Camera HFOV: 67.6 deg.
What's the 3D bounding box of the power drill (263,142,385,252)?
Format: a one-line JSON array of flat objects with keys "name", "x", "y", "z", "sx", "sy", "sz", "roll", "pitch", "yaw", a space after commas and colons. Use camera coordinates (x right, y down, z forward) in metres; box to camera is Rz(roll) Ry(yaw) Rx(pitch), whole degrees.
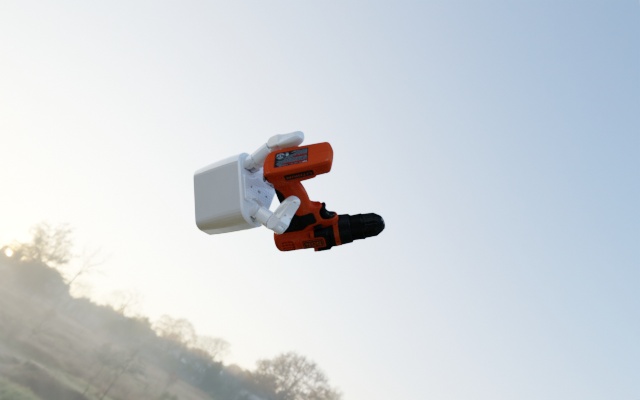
[{"name": "power drill", "x": 0.000, "y": 0.002, "z": 0.738, "sx": 0.184, "sy": 0.188, "sz": 0.057, "roll": -11, "pitch": 40, "yaw": 6}]
